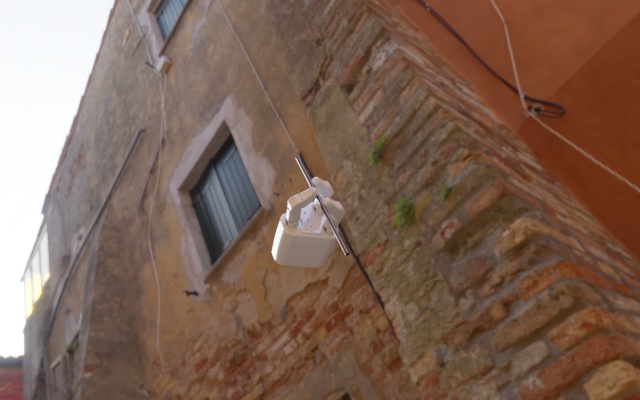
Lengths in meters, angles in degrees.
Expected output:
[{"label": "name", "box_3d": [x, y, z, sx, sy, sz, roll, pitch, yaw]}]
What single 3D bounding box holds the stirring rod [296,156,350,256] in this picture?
[{"label": "stirring rod", "box_3d": [0.000, 0.003, 0.869, 0.011, 0.239, 0.011, -18, -36, -14]}]
